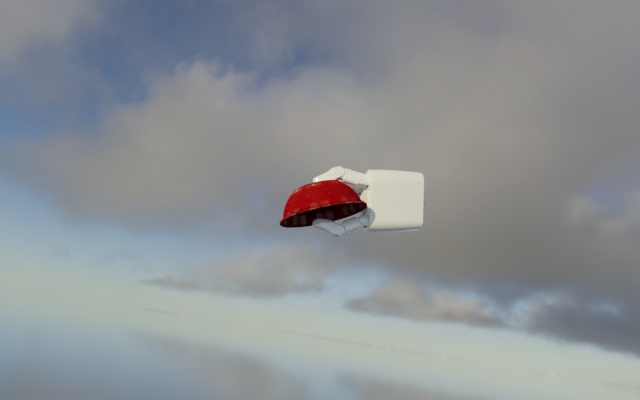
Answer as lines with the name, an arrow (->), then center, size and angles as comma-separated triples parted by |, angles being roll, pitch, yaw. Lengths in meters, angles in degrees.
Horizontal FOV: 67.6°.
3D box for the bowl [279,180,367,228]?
bowl -> -0.001, 0.003, 0.861 | 0.162, 0.055, 0.162 | -12, -12, -3
